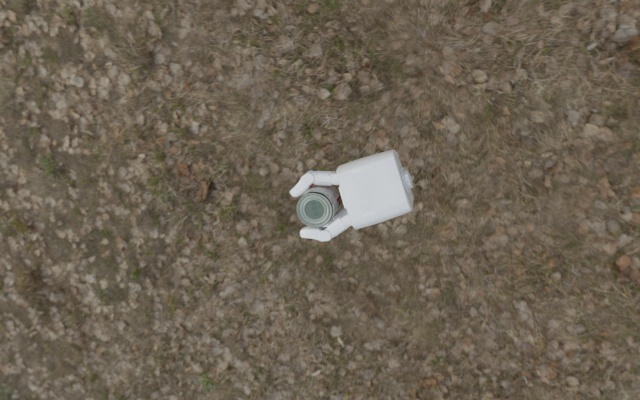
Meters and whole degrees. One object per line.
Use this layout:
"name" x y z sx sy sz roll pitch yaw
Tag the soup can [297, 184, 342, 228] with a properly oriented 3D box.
"soup can" 0.000 0.003 0.881 0.068 0.068 0.102 0 17 13
